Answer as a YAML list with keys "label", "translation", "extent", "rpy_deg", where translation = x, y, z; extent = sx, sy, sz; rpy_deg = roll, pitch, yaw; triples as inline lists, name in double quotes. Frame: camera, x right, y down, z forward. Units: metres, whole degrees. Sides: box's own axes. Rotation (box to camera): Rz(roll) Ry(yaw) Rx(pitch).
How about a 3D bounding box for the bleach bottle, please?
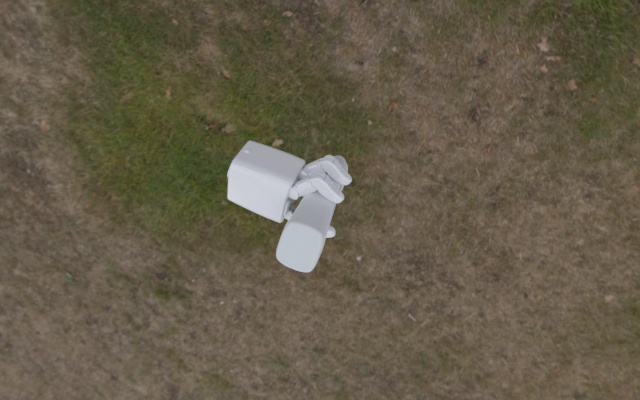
- label: "bleach bottle"
  translation: [0.000, 0.003, 0.829]
  extent: [0.068, 0.103, 0.250]
  rpy_deg: [22, 39, 2]
